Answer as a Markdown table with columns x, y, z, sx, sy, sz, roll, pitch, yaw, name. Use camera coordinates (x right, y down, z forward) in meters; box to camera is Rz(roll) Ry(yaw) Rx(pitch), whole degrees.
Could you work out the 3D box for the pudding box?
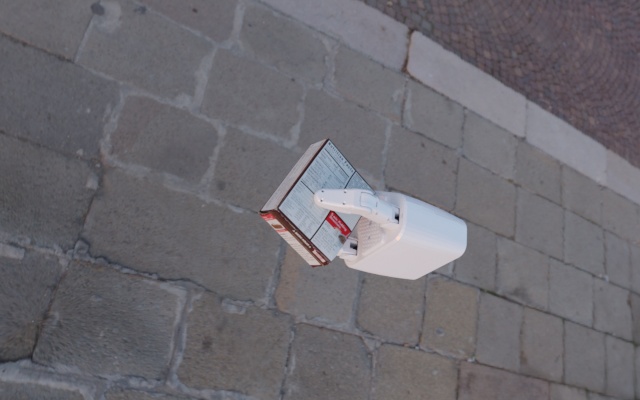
| x | y | z | sx | sy | sz | roll | pitch | yaw | name |
| --- | --- | --- | --- | --- | --- | --- | --- | --- | --- |
| 0.000 | 0.002 | 0.521 | 0.090 | 0.113 | 0.039 | 47 | -34 | -19 | pudding box |
